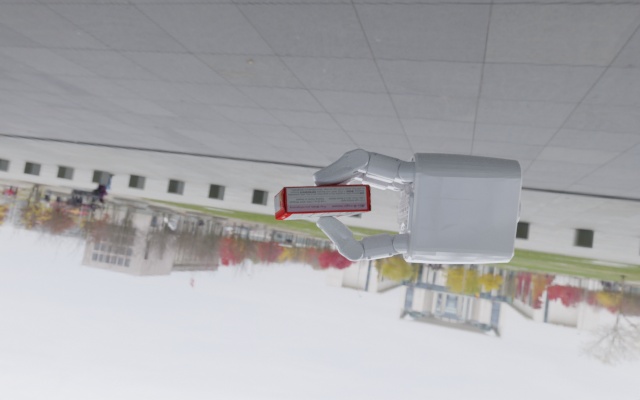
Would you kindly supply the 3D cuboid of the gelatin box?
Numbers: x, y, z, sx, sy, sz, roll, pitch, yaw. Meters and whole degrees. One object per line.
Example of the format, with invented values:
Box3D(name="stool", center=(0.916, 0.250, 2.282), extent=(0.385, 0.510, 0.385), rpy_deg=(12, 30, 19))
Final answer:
Box3D(name="gelatin box", center=(0.000, 0.002, 0.496), extent=(0.089, 0.030, 0.073), rpy_deg=(-3, -5, -13))
